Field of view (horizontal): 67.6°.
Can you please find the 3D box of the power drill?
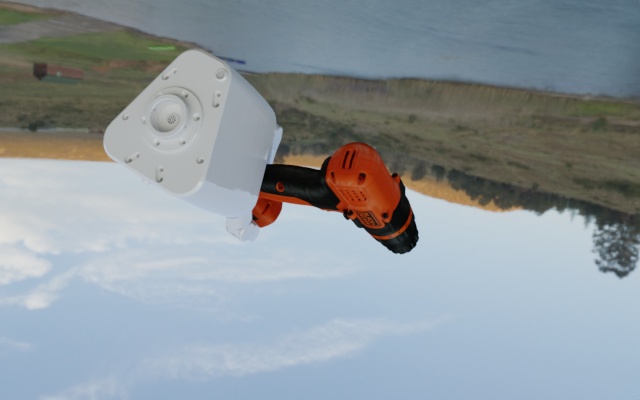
[{"bbox_3d":[0.000,0.002,0.495,0.187,0.057,0.184,3,-27,27],"label":"power drill"}]
